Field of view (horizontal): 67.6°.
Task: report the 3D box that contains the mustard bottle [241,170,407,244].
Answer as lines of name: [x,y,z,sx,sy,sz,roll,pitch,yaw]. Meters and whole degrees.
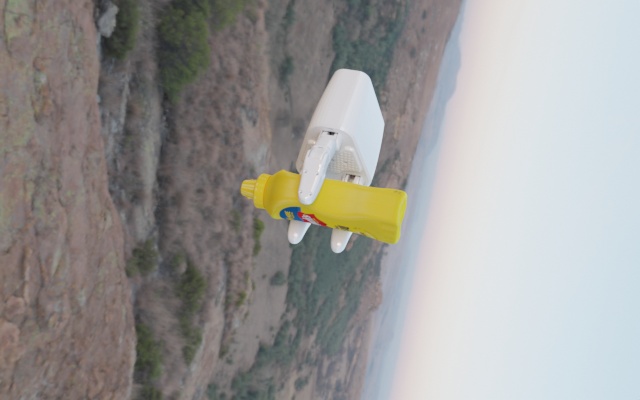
mustard bottle: [0.000,0.002,0.550,0.191,0.058,0.096,12,-10,11]
